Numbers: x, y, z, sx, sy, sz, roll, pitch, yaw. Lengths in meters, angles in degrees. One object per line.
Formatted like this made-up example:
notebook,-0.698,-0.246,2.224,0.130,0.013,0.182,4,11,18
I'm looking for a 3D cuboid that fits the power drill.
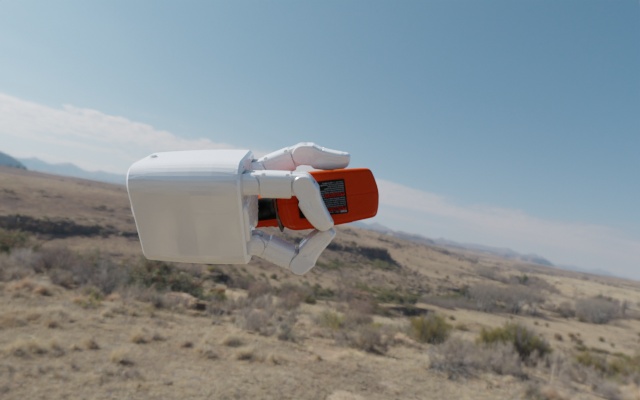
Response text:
power drill,0.000,0.002,0.564,0.184,0.057,0.187,-9,-2,-16
